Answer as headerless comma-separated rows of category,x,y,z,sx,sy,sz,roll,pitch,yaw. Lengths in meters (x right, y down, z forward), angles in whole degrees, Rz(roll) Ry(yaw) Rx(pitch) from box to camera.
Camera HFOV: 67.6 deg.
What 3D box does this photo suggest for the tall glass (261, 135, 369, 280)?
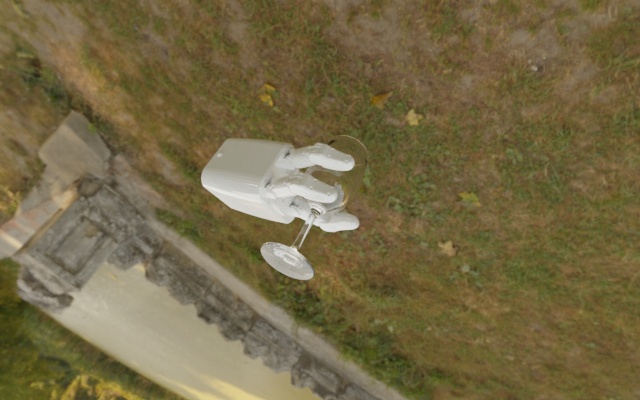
tall glass,0.000,0.003,0.636,0.079,0.201,0.079,21,-33,14
